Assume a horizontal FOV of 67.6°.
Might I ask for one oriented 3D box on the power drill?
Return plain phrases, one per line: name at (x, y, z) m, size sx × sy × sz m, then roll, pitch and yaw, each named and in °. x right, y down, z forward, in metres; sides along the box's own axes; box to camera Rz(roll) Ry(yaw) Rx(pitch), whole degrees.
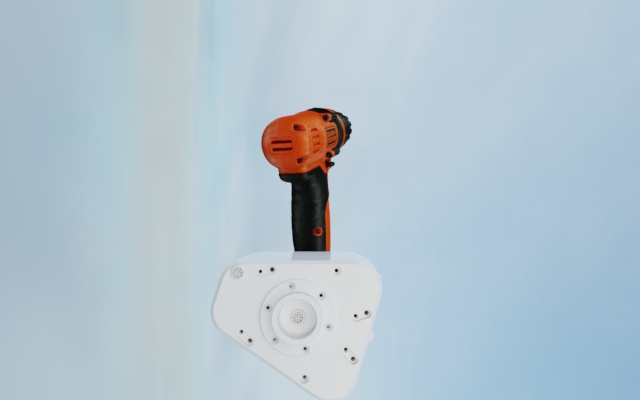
power drill at (0.000, 0.002, 0.481) m, size 0.057 × 0.188 × 0.184 m, roll -3°, pitch 12°, yaw 19°
